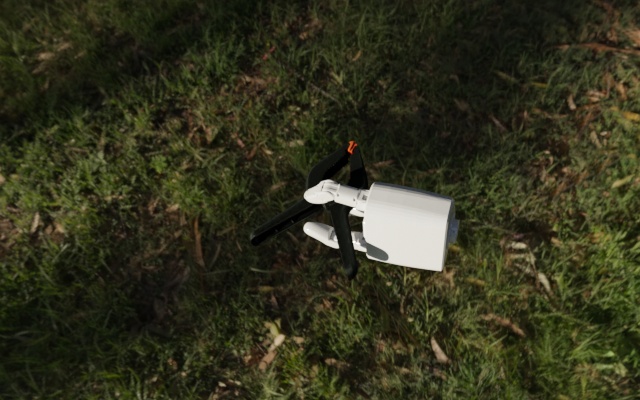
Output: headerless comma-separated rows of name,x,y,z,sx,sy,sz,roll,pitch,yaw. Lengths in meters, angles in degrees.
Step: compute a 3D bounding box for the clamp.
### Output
clamp,0.000,0.001,0.688,0.164,0.210,0.036,11,-28,19
